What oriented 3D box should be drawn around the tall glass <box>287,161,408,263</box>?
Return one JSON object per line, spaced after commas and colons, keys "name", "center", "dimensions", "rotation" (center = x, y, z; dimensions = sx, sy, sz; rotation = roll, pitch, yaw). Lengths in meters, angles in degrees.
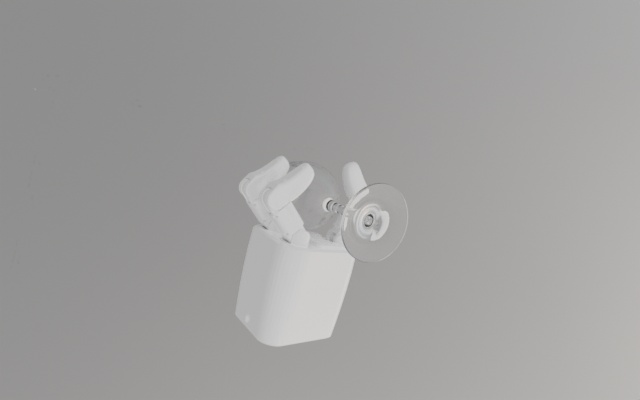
{"name": "tall glass", "center": [0.001, 0.002, 0.513], "dimensions": [0.079, 0.079, 0.201], "rotation": [0, 11, -31]}
